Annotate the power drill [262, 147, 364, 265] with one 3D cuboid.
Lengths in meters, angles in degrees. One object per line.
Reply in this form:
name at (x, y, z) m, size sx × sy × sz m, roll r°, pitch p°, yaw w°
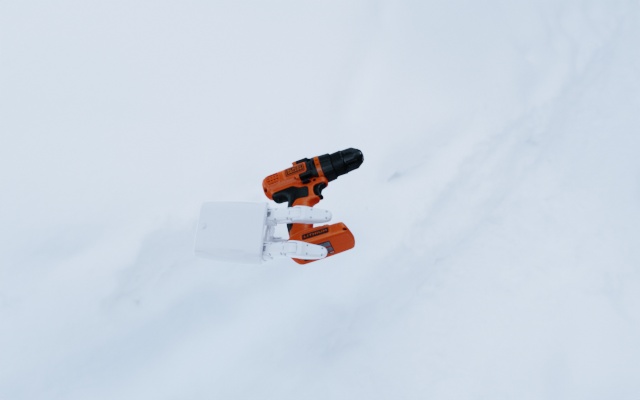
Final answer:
power drill at (0.000, 0.003, 0.786) m, size 0.184 × 0.187 × 0.057 m, roll -21°, pitch -42°, yaw 8°
